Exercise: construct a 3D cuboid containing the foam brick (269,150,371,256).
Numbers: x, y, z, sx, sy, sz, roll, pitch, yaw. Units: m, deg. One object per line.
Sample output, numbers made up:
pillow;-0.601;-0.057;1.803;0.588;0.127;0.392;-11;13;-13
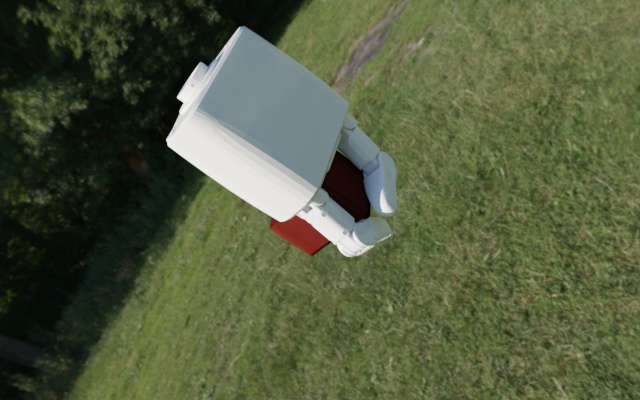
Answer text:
foam brick;0.000;0.002;0.419;0.051;0.053;0.078;33;-50;-24
